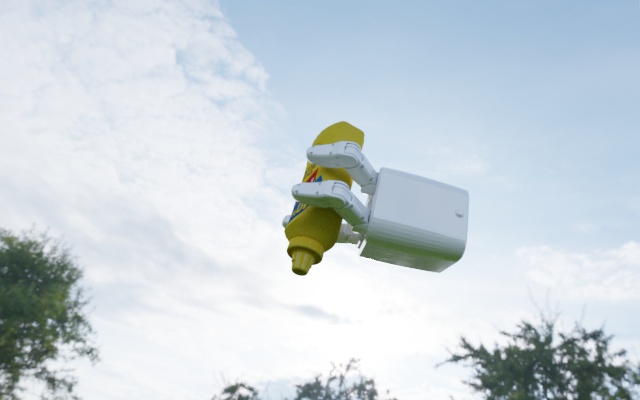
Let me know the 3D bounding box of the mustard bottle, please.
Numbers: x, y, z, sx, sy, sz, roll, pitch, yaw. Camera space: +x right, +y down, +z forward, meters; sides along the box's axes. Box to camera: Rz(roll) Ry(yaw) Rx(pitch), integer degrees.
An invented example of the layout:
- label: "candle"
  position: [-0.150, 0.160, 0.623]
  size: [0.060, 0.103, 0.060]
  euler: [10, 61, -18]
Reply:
- label: "mustard bottle"
  position: [0.000, 0.002, 0.560]
  size: [0.058, 0.191, 0.096]
  euler: [28, -37, -16]
